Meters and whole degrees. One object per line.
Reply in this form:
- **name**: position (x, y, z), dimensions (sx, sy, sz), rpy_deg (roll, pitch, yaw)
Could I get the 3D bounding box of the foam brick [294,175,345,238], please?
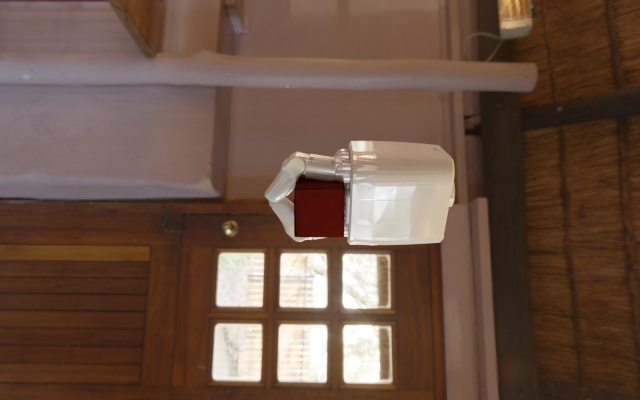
- **foam brick**: position (0.000, 0.002, 0.509), dimensions (0.051, 0.053, 0.078), rpy_deg (1, 18, 1)
